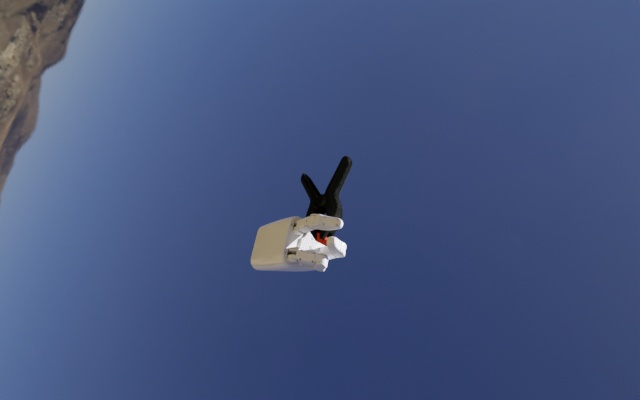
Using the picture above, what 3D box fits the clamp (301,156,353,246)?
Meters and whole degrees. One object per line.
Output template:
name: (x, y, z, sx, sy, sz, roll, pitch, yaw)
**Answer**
clamp: (0.001, 0.003, 0.895, 0.039, 0.171, 0.120, 30, -29, -35)
